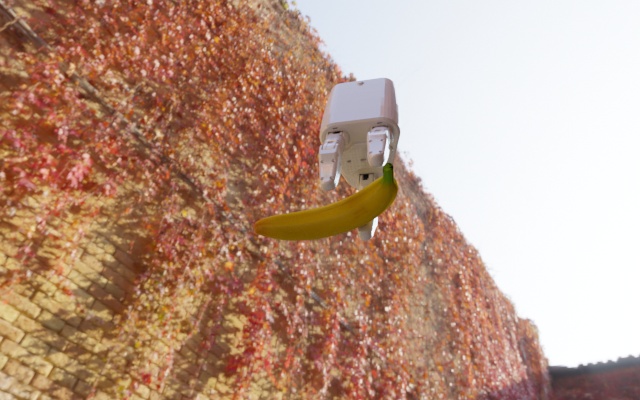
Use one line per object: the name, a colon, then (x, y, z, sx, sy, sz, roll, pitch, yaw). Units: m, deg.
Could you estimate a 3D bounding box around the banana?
banana: (0.014, 0.012, 0.551, 0.198, 0.037, 0.070, -25, -53, 30)
